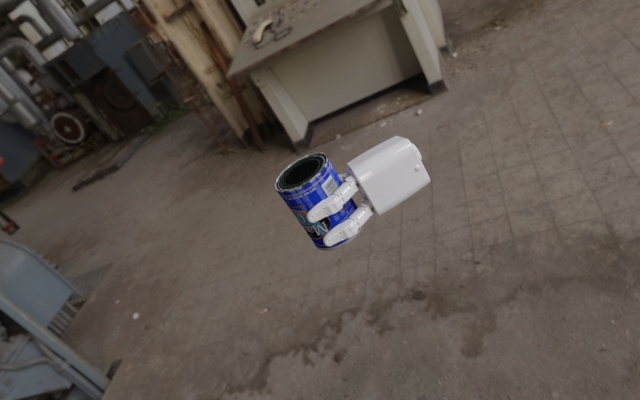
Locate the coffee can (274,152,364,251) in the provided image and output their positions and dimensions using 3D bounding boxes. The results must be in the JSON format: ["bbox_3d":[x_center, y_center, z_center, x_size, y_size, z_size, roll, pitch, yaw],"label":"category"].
[{"bbox_3d":[0.000,0.003,0.828,0.103,0.140,0.102,-25,29,15],"label":"coffee can"}]
